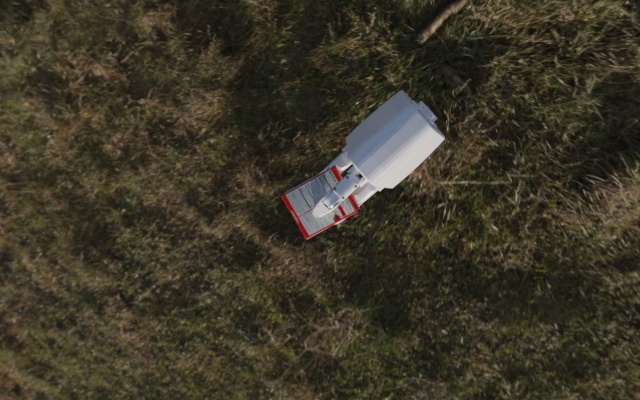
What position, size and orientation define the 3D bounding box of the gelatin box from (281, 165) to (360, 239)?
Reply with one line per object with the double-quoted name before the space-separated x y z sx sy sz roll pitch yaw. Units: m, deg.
"gelatin box" 0.000 0.002 0.685 0.089 0.073 0.030 -29 5 12
